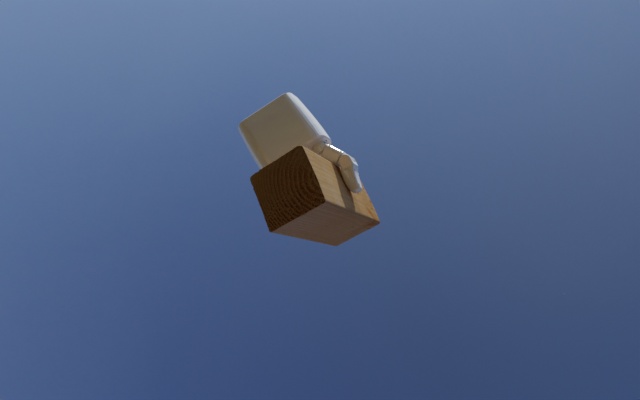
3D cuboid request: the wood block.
[{"bbox_3d":[0.000,0.002,0.710,0.091,0.090,0.206,-30,-22,19],"label":"wood block"}]
